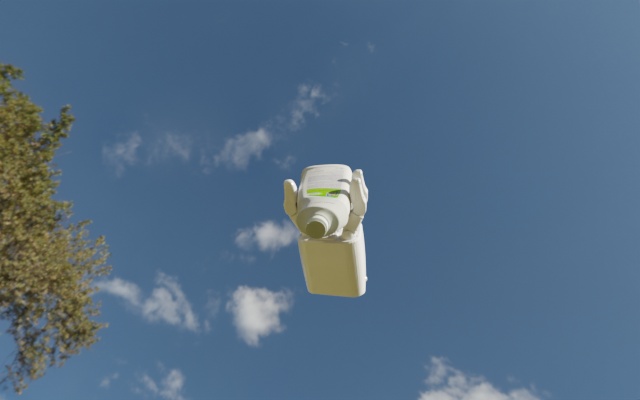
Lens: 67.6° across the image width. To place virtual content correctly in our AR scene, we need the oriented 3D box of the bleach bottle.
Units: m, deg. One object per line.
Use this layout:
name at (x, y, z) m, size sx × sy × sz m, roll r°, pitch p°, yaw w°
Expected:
bleach bottle at (0.000, 0.003, 0.788) m, size 0.102 × 0.068 × 0.250 m, roll -5°, pitch 18°, yaw 9°
